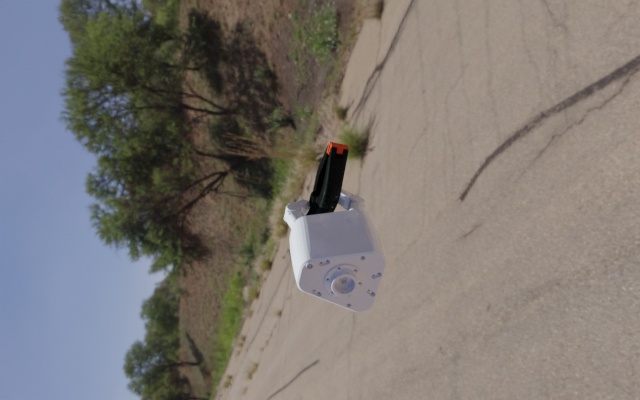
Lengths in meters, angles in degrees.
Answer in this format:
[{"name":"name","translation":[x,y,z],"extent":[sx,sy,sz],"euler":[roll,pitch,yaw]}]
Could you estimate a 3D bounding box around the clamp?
[{"name":"clamp","translation":[-0.001,0.002,0.742],"extent":[0.036,0.210,0.164],"euler":[9,25,-12]}]
